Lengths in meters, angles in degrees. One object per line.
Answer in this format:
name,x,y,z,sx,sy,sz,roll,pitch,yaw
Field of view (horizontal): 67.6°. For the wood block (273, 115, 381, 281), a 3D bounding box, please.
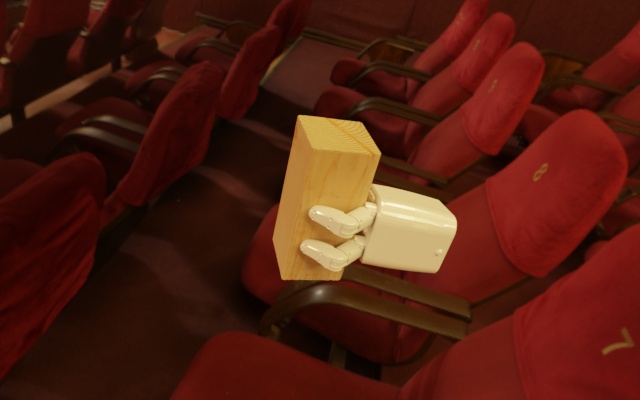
wood block,0.000,0.002,0.643,0.090,0.206,0.090,3,34,-17
